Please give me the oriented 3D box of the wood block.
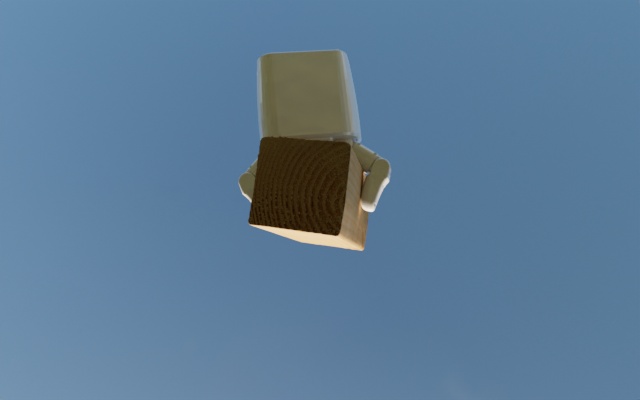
[{"bbox_3d":[0.000,0.001,0.542,0.091,0.090,0.206,6,-8,13],"label":"wood block"}]
